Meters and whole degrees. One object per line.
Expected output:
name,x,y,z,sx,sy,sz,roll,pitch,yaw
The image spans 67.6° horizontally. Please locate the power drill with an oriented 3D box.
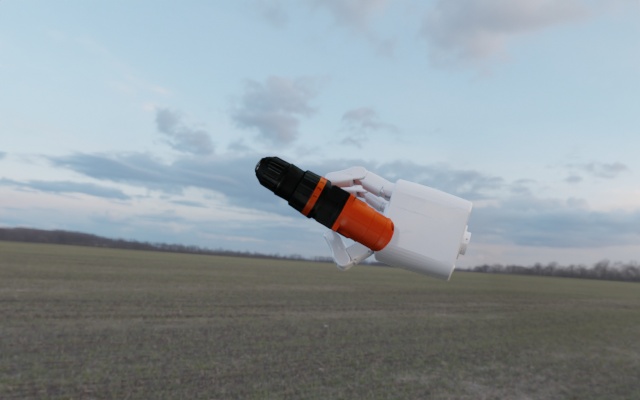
power drill,0.000,0.002,0.643,0.184,0.057,0.187,31,0,-3
